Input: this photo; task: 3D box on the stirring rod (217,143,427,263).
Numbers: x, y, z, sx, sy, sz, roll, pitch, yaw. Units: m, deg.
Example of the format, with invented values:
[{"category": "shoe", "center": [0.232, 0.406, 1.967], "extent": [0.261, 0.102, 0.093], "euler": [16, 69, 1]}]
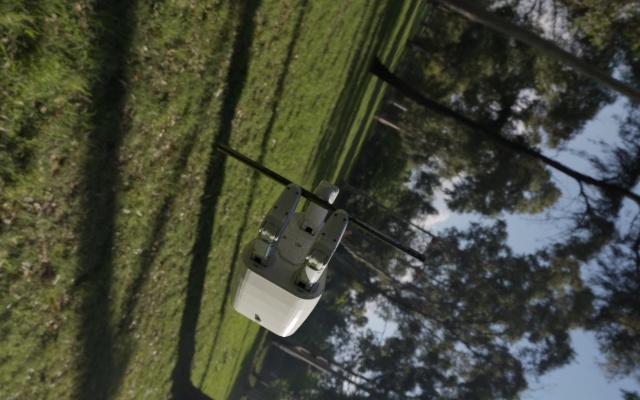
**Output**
[{"category": "stirring rod", "center": [0.000, 0.002, 0.488], "extent": [0.239, 0.011, 0.011], "euler": [29, 2, 4]}]
